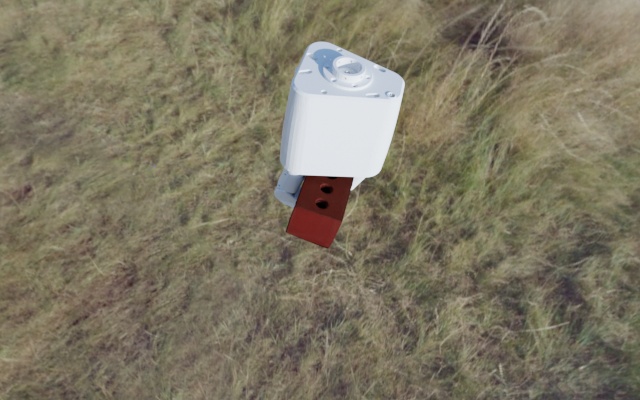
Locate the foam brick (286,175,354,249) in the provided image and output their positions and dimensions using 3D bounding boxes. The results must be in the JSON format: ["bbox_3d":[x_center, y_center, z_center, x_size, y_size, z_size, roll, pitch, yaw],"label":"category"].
[{"bbox_3d":[0.000,0.002,0.527,0.053,0.078,0.051,20,-40,-4],"label":"foam brick"}]
